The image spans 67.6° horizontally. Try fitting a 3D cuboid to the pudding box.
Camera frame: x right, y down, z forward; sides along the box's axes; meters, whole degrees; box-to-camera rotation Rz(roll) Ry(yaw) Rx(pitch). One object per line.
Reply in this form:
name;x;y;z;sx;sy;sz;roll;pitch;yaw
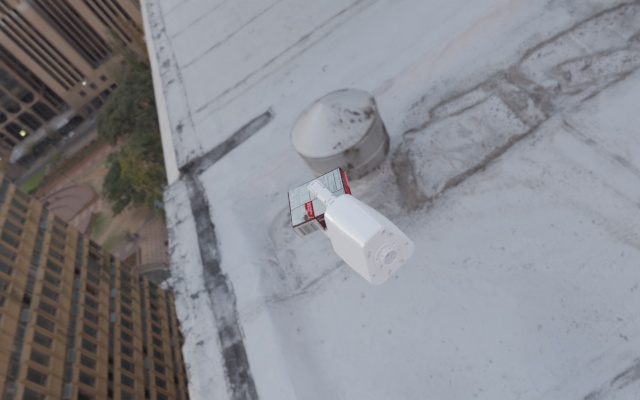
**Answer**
pudding box;0.000;0.003;0.846;0.113;0.090;0.039;-23;-43;14
